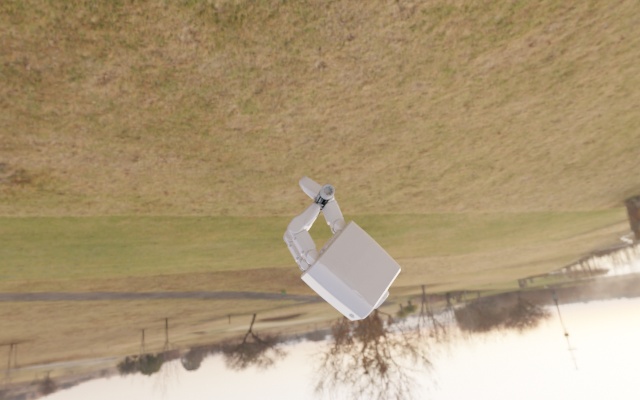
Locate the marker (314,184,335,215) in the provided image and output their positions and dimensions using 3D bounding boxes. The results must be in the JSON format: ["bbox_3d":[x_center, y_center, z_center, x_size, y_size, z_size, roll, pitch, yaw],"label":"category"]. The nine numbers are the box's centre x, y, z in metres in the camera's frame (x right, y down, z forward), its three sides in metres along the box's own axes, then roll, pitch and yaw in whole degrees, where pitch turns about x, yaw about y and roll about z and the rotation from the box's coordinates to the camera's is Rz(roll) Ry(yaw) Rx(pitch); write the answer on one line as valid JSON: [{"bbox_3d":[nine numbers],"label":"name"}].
[{"bbox_3d":[0.000,0.002,0.714,0.020,0.020,0.121,0,-16,-11],"label":"marker"}]
